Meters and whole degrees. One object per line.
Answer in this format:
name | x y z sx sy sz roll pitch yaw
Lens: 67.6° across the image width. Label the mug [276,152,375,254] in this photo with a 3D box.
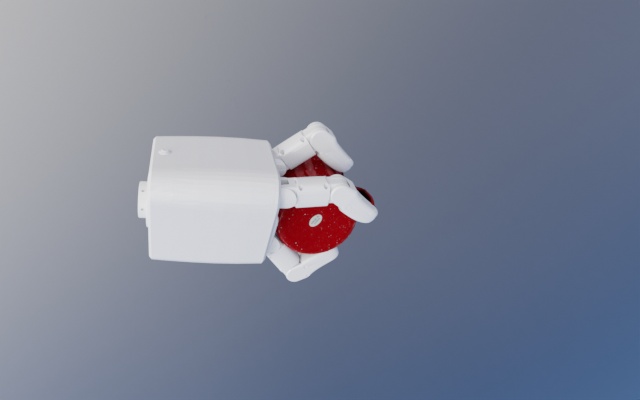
mug | 0.001 0.002 0.494 0.117 0.093 0.081 5 31 -18
